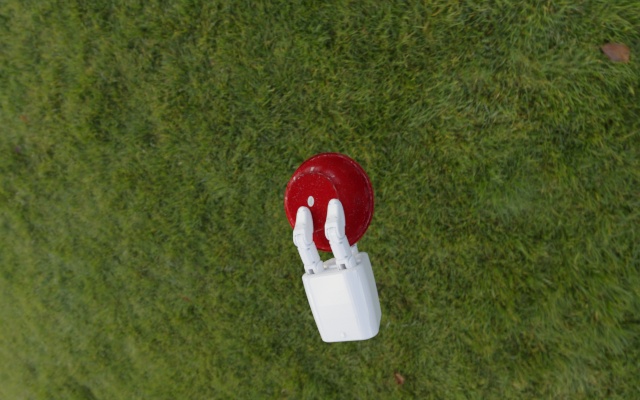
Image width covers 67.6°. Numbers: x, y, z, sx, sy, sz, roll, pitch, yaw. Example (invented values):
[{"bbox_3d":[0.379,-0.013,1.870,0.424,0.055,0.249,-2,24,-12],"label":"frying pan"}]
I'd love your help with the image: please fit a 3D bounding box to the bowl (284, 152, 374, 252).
[{"bbox_3d":[-0.001,0.001,0.747,0.162,0.162,0.055,0,0,30],"label":"bowl"}]
